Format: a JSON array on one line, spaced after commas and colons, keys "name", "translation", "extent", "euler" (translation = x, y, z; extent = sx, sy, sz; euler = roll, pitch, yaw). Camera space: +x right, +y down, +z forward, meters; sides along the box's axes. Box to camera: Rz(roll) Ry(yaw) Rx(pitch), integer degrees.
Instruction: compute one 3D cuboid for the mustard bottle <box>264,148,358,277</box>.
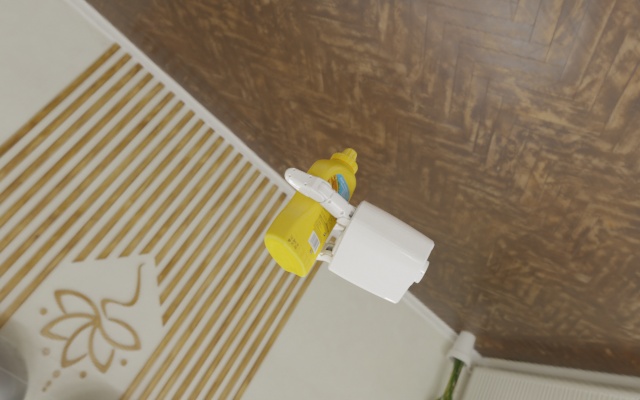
[{"name": "mustard bottle", "translation": [0.000, 0.002, 0.650], "extent": [0.058, 0.191, 0.096], "euler": [16, -31, 29]}]
